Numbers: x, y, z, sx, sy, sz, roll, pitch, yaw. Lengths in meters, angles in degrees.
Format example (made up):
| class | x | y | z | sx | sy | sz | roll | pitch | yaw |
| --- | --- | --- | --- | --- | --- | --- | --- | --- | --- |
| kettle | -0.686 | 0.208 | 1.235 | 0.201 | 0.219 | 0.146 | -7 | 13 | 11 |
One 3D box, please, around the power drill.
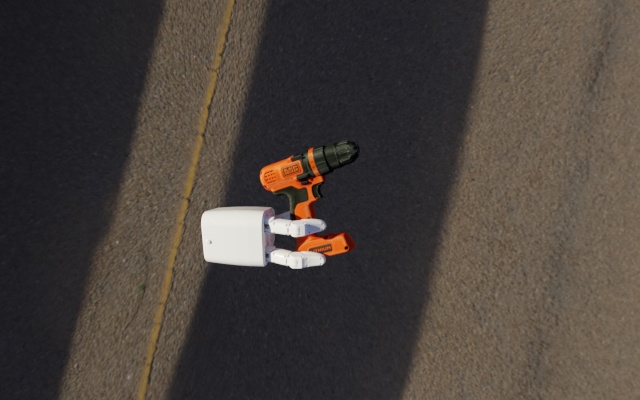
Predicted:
| class | x | y | z | sx | sy | sz | roll | pitch | yaw |
| --- | --- | --- | --- | --- | --- | --- | --- | --- | --- |
| power drill | 0.000 | 0.003 | 0.830 | 0.184 | 0.187 | 0.057 | -17 | -3 | 20 |
